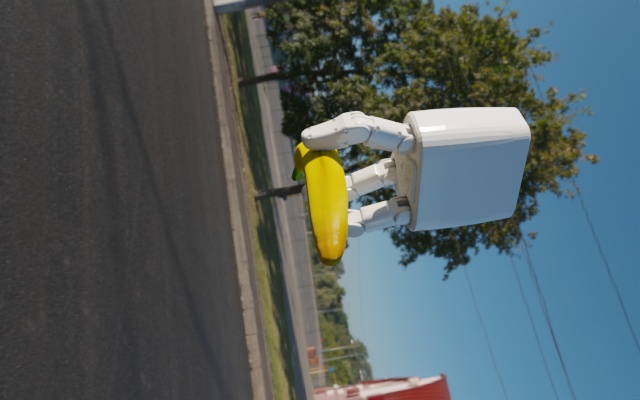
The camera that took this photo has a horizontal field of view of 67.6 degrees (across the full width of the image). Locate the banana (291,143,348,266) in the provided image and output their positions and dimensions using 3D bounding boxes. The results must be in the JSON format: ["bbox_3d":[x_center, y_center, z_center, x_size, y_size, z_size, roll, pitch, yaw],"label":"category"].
[{"bbox_3d":[0.000,-0.017,0.442,0.037,0.070,0.197,-1,24,-9],"label":"banana"}]
